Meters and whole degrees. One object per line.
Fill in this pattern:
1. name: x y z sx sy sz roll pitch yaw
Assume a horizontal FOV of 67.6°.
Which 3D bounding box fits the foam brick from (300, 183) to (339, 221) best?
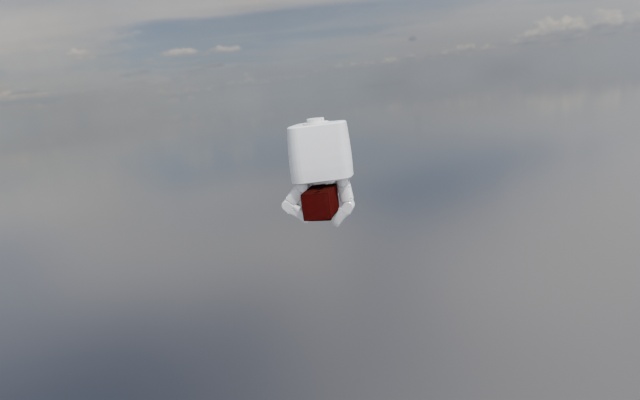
1. foam brick: 0.000 0.003 0.879 0.053 0.051 0.078 -3 14 14
